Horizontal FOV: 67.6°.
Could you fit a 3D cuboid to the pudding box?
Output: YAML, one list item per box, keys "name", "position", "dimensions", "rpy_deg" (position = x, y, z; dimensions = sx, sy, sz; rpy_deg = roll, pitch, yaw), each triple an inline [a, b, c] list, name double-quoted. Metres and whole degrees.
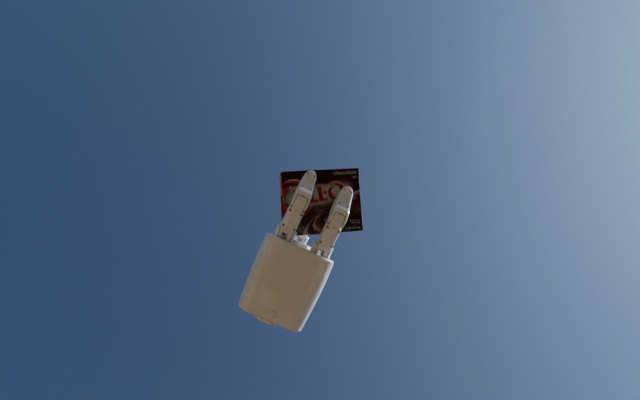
- name: "pudding box"
  position: [0.000, 0.002, 0.677]
  dimensions: [0.113, 0.090, 0.039]
  rpy_deg: [-4, -2, -9]
